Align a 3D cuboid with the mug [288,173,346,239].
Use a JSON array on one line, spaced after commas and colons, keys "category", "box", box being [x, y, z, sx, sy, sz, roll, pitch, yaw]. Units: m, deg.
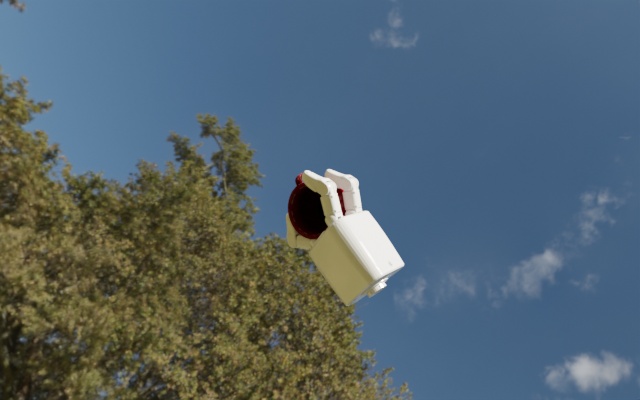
[{"category": "mug", "box": [-0.001, 0.001, 0.799, 0.081, 0.117, 0.093, -11, -29, -52]}]
